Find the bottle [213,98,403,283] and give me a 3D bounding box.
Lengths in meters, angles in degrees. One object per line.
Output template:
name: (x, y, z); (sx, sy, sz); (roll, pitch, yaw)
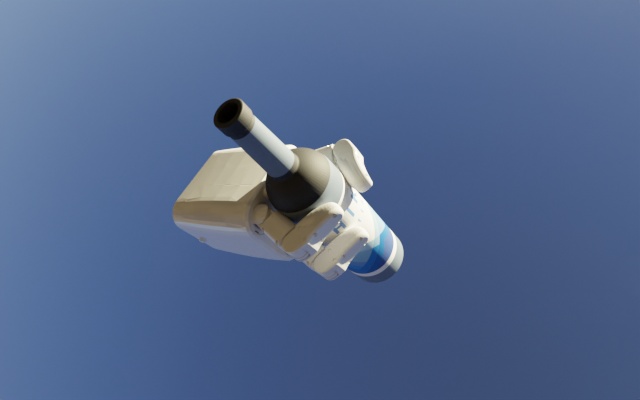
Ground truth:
bottle: (0.000, 0.002, 0.463); (0.069, 0.069, 0.296); (0, -27, 31)
